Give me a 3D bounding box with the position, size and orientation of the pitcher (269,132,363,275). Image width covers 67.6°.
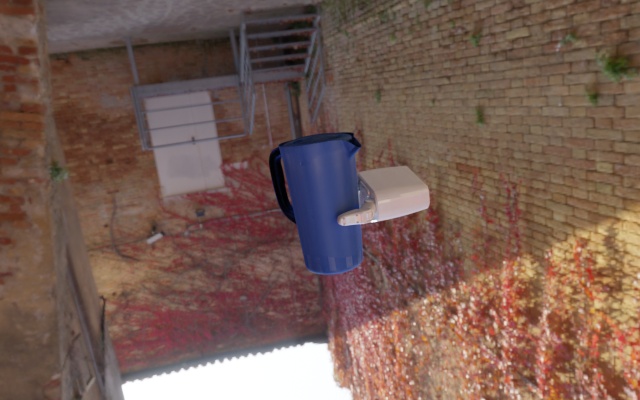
[{"bbox_3d":[0.000,0.003,0.859,0.145,0.243,0.149,-11,14,-13],"label":"pitcher"}]
